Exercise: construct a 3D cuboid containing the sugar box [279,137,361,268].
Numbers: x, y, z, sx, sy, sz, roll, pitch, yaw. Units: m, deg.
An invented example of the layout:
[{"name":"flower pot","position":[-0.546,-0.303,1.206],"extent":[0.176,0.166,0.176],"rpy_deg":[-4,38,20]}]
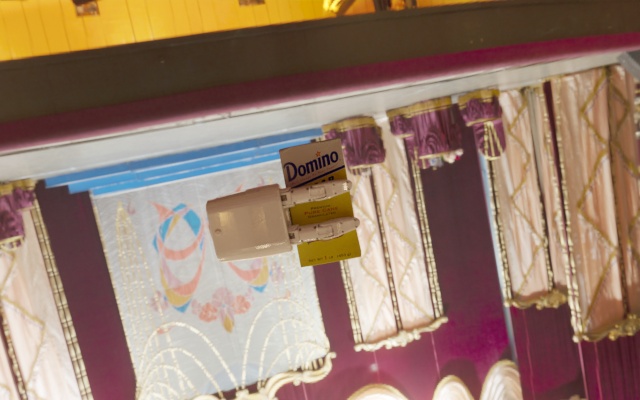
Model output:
[{"name":"sugar box","position":[0.000,0.002,0.702],"extent":[0.093,0.176,0.048],"rpy_deg":[-11,6,2]}]
